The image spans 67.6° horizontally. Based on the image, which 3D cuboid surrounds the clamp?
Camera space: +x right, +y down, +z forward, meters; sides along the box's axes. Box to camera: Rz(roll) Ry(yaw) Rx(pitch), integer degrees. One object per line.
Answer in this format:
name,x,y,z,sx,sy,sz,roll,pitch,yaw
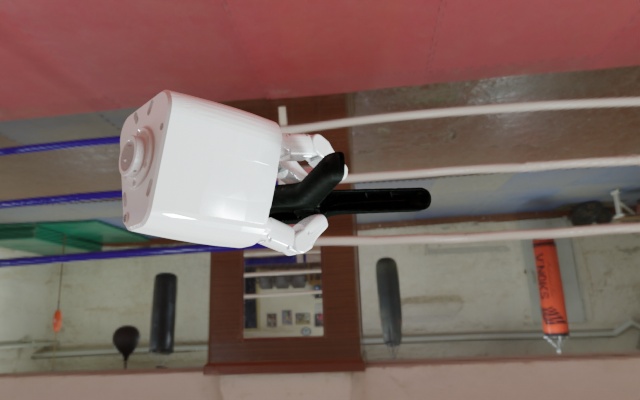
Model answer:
clamp,0.000,0.003,0.508,0.164,0.036,0.210,14,-21,-42
